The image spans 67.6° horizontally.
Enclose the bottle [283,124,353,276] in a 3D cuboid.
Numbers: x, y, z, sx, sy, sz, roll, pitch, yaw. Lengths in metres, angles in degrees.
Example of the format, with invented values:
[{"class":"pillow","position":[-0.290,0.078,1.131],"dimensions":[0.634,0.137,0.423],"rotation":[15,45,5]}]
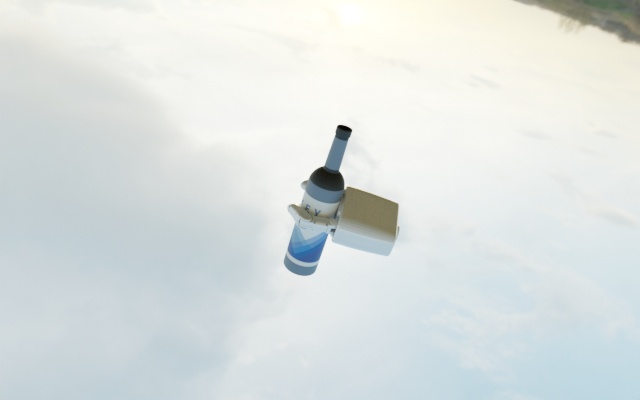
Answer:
[{"class":"bottle","position":[0.000,0.003,0.858],"dimensions":[0.069,0.296,0.069],"rotation":[14,29,-8]}]
